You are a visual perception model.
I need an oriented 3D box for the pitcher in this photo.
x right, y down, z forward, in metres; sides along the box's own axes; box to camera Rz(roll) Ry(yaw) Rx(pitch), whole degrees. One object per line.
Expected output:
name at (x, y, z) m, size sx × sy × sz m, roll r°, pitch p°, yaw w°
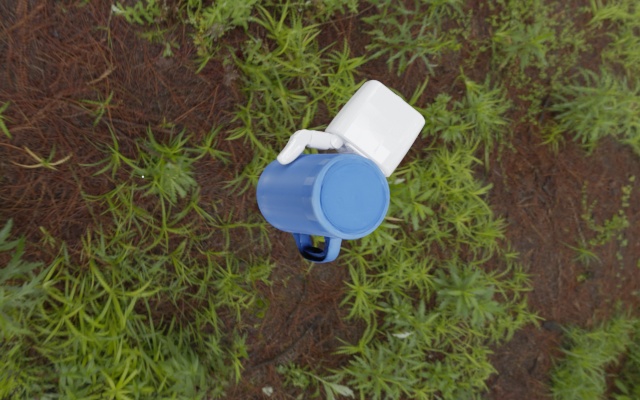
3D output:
pitcher at (0.000, 0.002, 0.700) m, size 0.149 × 0.145 × 0.243 m, roll 41°, pitch -12°, yaw -17°
